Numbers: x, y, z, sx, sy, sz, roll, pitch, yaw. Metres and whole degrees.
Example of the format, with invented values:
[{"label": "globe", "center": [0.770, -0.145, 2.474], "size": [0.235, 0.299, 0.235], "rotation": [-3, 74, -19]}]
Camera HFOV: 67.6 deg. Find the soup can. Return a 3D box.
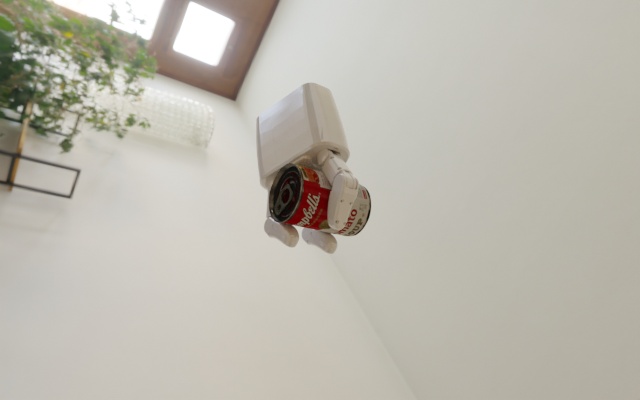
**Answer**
[{"label": "soup can", "center": [0.000, 0.002, 0.558], "size": [0.102, 0.068, 0.068], "rotation": [14, -8, -34]}]
